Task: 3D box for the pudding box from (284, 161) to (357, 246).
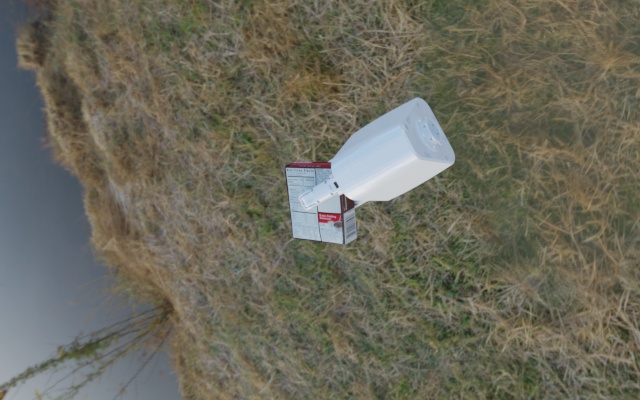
[{"bbox_3d":[0.000,0.002,0.669,0.090,0.113,0.039,5,17,33],"label":"pudding box"}]
